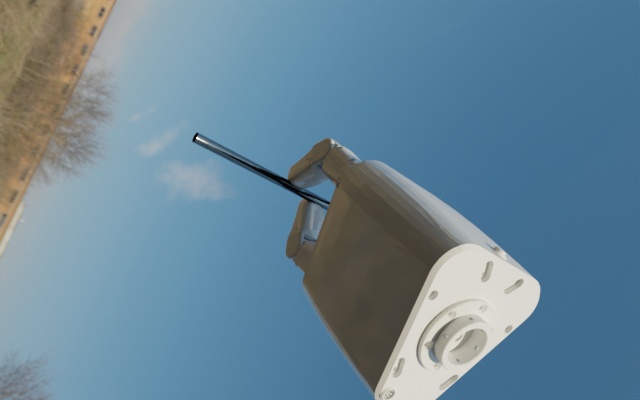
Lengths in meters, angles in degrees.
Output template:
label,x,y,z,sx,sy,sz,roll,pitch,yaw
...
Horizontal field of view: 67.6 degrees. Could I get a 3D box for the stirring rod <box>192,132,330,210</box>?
label,x,y,z,sx,sy,sz,roll,pitch,yaw
stirring rod,0.000,0.001,0.405,0.239,0.011,0.011,27,-16,-34
